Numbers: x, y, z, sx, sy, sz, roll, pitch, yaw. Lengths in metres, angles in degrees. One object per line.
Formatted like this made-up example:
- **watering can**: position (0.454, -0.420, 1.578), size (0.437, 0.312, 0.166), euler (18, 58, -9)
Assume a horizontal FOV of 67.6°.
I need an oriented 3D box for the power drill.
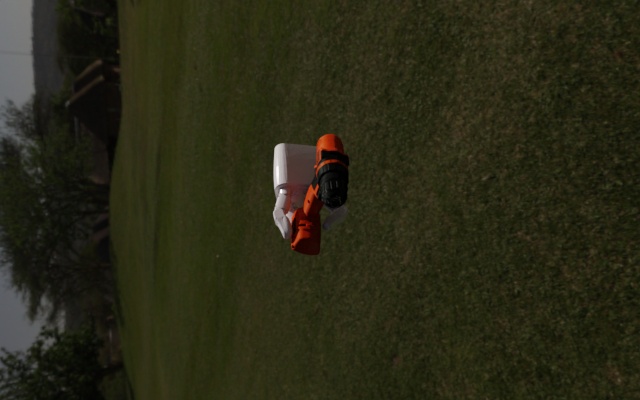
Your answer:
- **power drill**: position (0.000, 0.003, 0.816), size (0.057, 0.188, 0.184), euler (15, 35, -11)
